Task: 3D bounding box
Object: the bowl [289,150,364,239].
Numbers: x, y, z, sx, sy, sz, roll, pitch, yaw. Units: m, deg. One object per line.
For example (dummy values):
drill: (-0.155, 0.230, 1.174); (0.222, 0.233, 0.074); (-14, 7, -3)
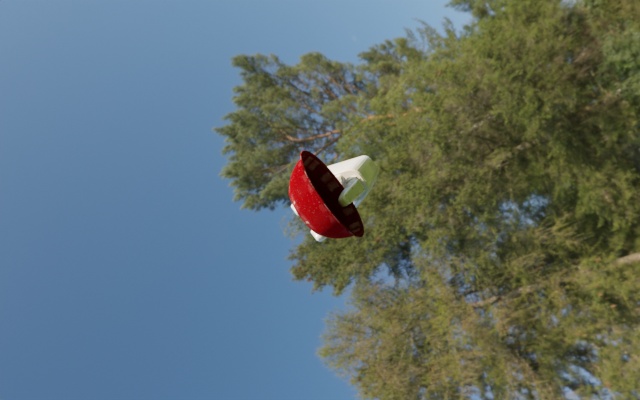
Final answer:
bowl: (-0.001, 0.003, 0.746); (0.055, 0.162, 0.162); (-35, -10, 15)
